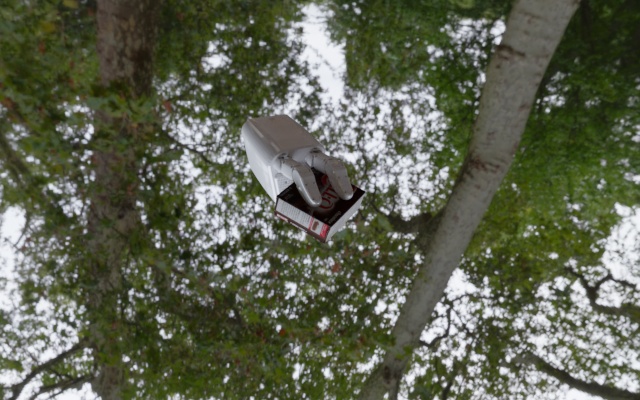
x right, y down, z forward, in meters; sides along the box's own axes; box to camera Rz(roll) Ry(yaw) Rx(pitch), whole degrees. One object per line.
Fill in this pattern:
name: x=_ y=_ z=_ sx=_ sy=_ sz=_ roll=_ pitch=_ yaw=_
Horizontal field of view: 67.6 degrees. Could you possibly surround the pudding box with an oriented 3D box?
pudding box: x=0.000 y=0.002 z=0.686 sx=0.090 sy=0.039 sz=0.113 roll=28 pitch=41 yaw=16
